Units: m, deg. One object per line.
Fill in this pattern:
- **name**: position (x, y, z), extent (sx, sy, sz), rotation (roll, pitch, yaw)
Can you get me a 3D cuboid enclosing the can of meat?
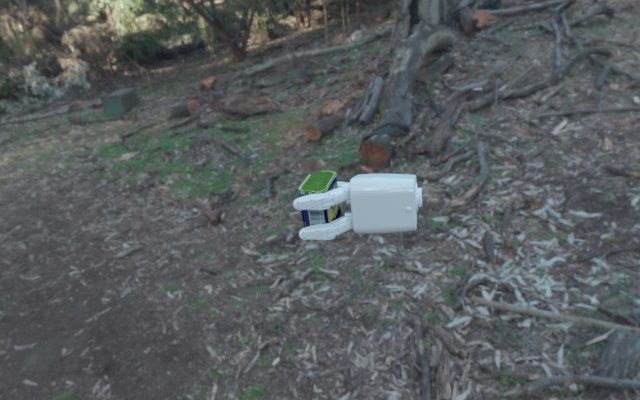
- **can of meat**: position (0.000, 0.002, 0.838), extent (0.057, 0.084, 0.102), rotation (0, 25, 16)
